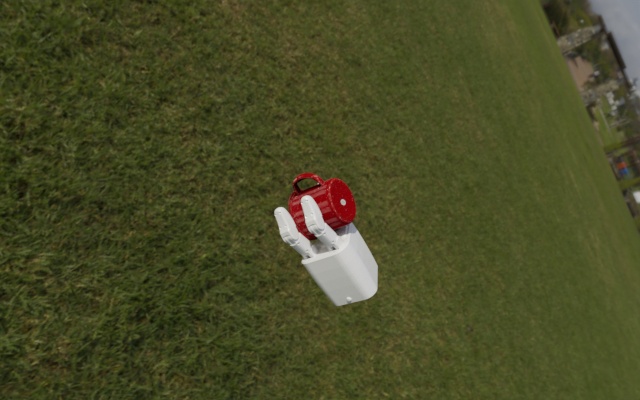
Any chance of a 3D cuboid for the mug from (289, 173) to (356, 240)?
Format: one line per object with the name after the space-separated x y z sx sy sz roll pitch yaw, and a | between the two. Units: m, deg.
0.000 0.001 0.804 0.081 0.117 0.093 -22 22 32 | mug
